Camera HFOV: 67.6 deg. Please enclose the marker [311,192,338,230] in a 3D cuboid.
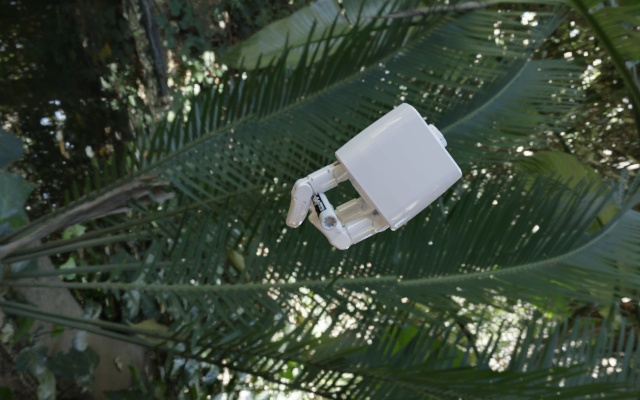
[{"bbox_3d":[0.000,0.002,0.566,0.020,0.020,0.121,0,21,-10],"label":"marker"}]
